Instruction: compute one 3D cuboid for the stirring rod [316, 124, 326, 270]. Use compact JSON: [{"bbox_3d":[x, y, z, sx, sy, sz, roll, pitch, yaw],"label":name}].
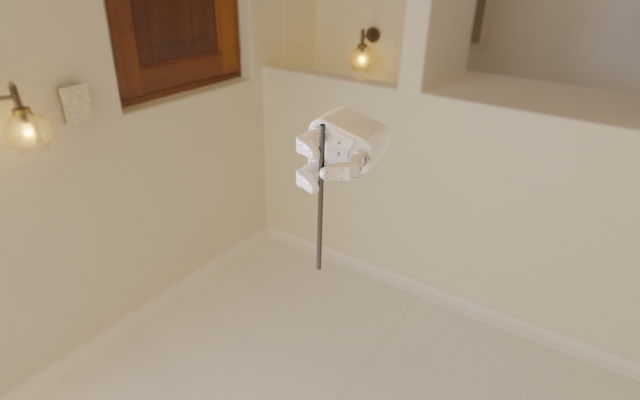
[{"bbox_3d":[0.000,0.002,0.714,0.011,0.240,0.011,1,27,-1],"label":"stirring rod"}]
